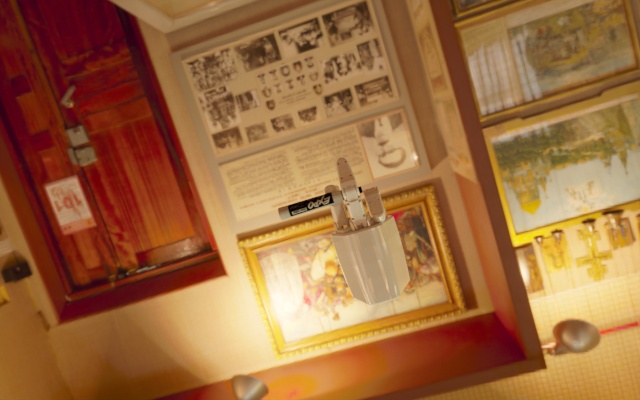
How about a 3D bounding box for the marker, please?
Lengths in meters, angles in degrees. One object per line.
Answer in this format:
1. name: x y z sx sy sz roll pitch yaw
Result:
1. marker: 0.000 0.002 0.669 0.121 0.020 0.020 -17 -2 5
